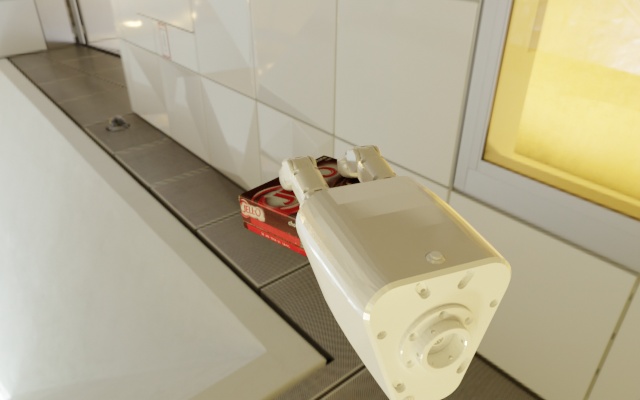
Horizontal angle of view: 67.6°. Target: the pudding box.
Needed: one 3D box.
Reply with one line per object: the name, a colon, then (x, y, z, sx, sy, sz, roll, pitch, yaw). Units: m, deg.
pudding box: (0.000, 0.002, 0.420, 0.090, 0.039, 0.113, 21, 34, 37)
